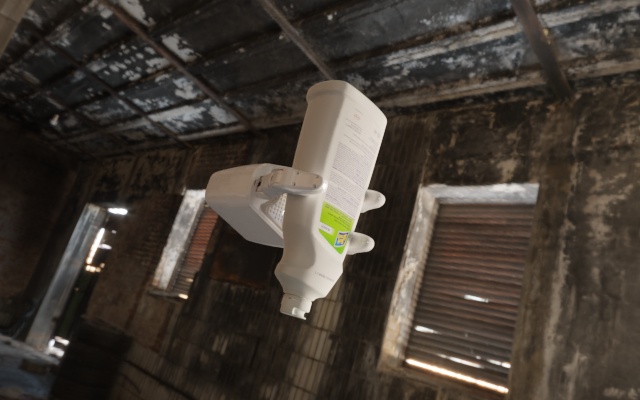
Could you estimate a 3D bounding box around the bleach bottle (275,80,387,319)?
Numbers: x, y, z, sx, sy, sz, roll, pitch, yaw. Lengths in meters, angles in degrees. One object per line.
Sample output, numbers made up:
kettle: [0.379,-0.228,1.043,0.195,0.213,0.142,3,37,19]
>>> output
bleach bottle: [0.000,0.002,0.528,0.068,0.250,0.102,0,-23,47]
